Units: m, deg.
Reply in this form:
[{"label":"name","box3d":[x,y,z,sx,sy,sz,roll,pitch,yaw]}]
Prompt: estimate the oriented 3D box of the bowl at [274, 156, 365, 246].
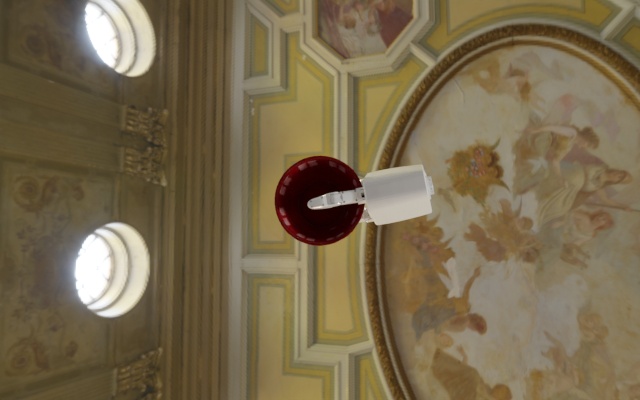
[{"label":"bowl","box3d":[-0.001,0.003,0.870,0.162,0.162,0.055,0,-8,5]}]
